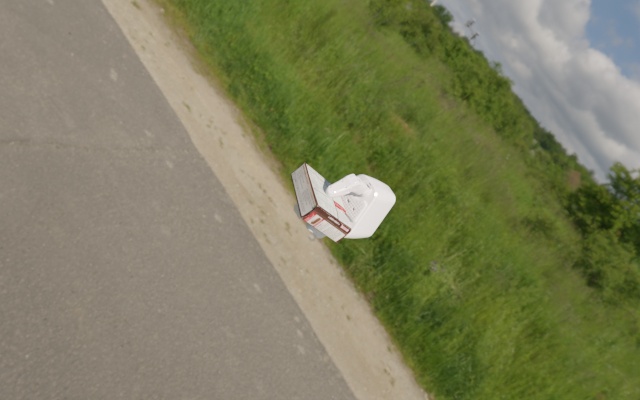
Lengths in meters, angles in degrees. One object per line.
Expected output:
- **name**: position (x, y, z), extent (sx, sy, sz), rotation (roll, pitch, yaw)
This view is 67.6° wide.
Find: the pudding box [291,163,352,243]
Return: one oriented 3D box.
- **pudding box**: position (0.000, 0.002, 0.779), extent (0.039, 0.113, 0.090), rotation (-40, -51, 19)
